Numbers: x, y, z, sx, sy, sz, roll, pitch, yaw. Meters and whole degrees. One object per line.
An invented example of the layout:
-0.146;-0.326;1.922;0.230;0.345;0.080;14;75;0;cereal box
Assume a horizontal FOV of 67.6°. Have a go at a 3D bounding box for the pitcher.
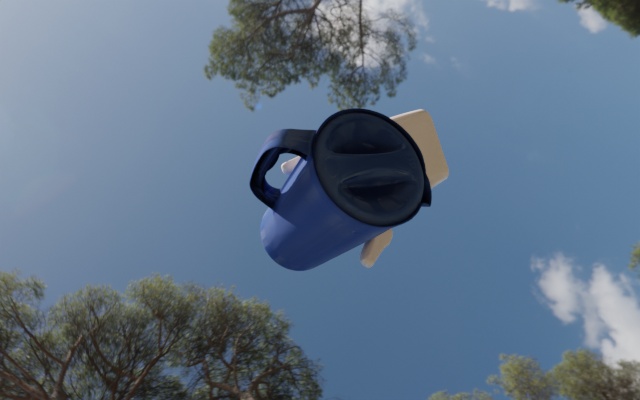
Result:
0.000;0.002;0.576;0.145;0.149;0.243;-27;-9;-31;pitcher
